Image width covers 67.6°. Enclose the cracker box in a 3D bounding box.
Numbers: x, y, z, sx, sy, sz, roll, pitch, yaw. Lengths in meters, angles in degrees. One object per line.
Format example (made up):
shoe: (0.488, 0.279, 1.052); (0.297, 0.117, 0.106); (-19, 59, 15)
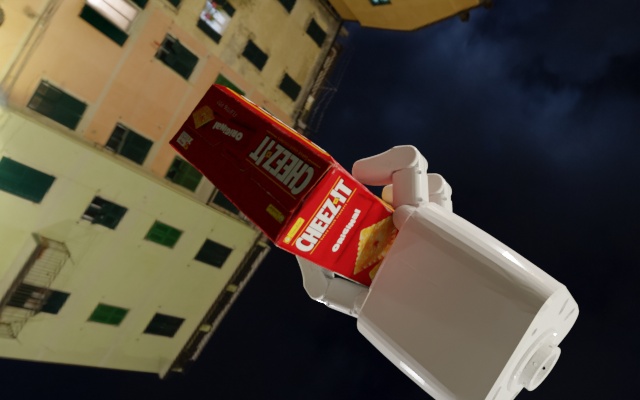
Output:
cracker box: (0.000, 0.002, 0.417); (0.164, 0.072, 0.214); (37, 2, 40)
